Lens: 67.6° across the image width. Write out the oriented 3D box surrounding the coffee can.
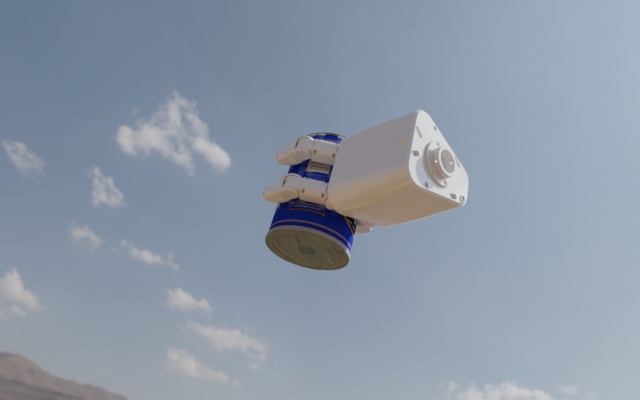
[{"bbox_3d":[0.000,0.002,0.595,0.103,0.140,0.103,12,-29,7],"label":"coffee can"}]
